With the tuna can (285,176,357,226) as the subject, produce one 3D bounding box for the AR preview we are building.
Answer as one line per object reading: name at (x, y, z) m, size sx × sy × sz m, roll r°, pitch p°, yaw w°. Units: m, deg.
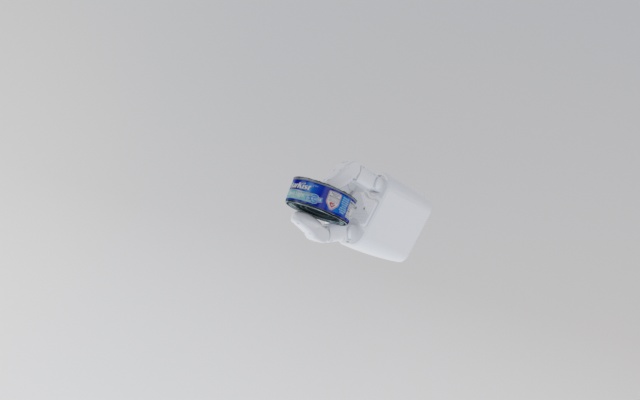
tuna can at (0.000, 0.002, 0.599) m, size 0.086 × 0.033 × 0.086 m, roll 20°, pitch -9°, yaw 3°
